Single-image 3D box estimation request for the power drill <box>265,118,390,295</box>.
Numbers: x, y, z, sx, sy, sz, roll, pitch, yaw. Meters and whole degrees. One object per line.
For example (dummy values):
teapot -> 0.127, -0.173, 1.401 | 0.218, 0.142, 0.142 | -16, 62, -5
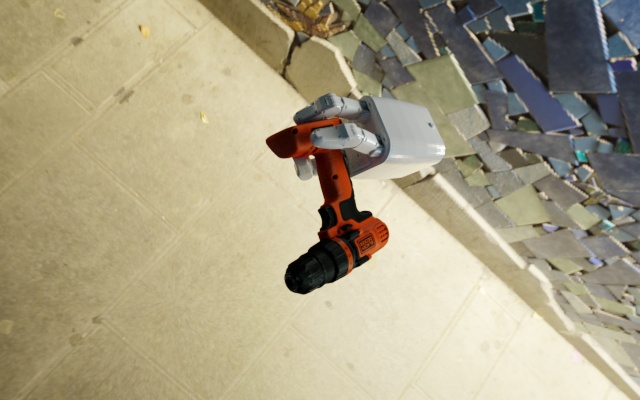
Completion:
power drill -> 0.000, 0.001, 0.576 | 0.057, 0.187, 0.184 | -15, 5, 39
